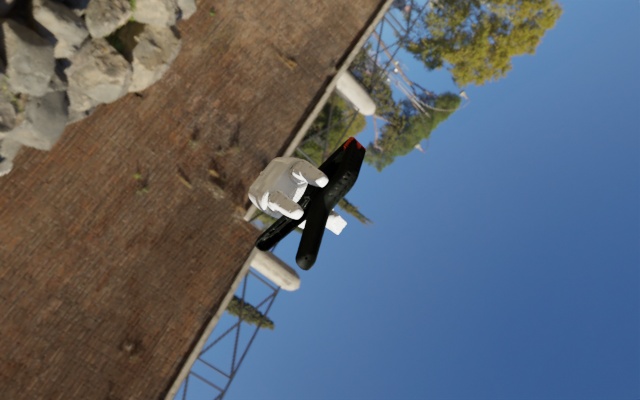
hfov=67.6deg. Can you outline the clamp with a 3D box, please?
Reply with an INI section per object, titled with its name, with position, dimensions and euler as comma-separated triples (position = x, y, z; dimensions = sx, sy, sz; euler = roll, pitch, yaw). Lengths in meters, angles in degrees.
[clamp]
position = 0.001, 0.002, 0.655
dimensions = 0.036, 0.210, 0.164
euler = 41, -8, -24
